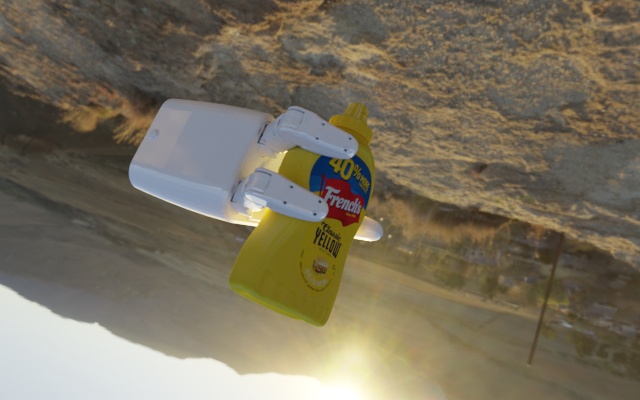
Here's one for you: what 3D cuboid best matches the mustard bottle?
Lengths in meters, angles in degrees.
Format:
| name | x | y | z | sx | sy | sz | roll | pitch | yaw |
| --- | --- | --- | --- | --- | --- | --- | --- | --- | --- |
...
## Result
| name | x | y | z | sx | sy | sz | roll | pitch | yaw |
| --- | --- | --- | --- | --- | --- | --- | --- | --- | --- |
| mustard bottle | 0.000 | 0.002 | 0.402 | 0.058 | 0.191 | 0.096 | 5 | -24 | 44 |
